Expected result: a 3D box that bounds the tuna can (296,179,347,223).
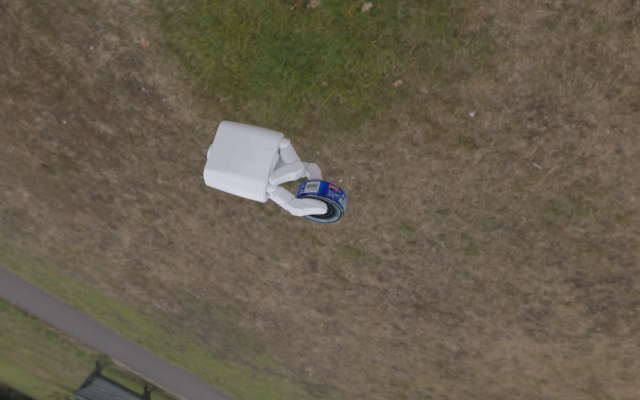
[{"bbox_3d":[0.000,0.003,0.799,0.086,0.033,0.086,10,-33,6],"label":"tuna can"}]
